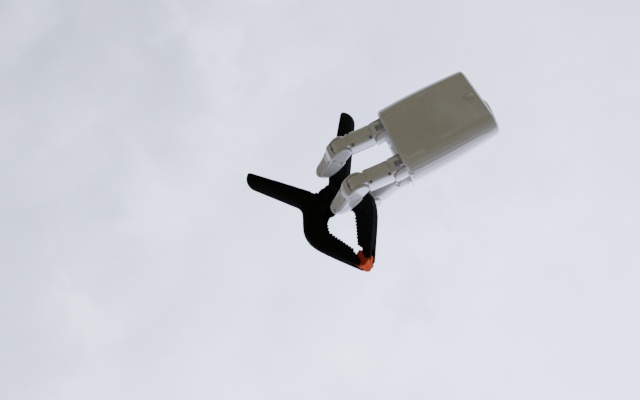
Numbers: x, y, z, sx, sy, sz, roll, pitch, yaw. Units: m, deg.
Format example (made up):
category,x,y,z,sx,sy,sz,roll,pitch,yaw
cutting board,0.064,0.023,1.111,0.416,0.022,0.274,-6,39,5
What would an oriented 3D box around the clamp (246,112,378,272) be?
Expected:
category,x,y,z,sx,sy,sz,roll,pitch,yaw
clamp,0.001,0.003,0.595,0.164,0.210,0.036,-27,-31,8
